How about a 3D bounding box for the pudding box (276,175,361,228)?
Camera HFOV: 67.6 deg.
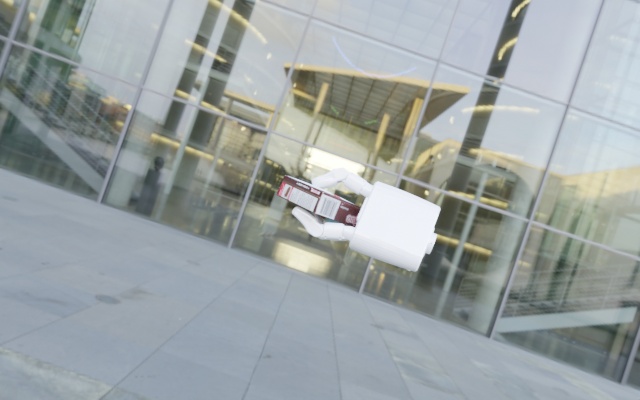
[{"bbox_3d":[0.000,0.002,0.758,0.090,0.039,0.113,23,-1,39],"label":"pudding box"}]
